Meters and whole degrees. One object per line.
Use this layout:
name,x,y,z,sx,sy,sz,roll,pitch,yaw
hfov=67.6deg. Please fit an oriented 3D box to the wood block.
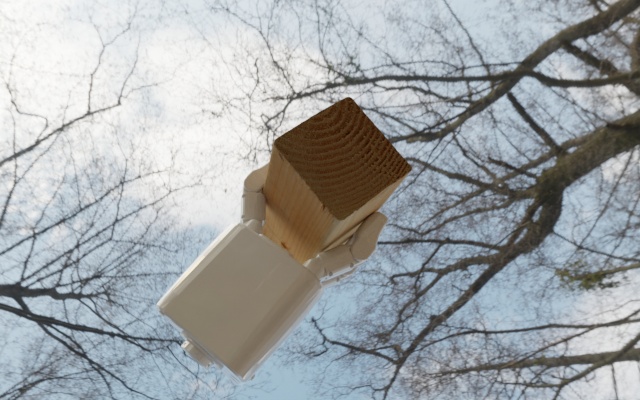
wood block,0.000,0.002,0.493,0.090,0.091,0.206,-35,-12,-23
